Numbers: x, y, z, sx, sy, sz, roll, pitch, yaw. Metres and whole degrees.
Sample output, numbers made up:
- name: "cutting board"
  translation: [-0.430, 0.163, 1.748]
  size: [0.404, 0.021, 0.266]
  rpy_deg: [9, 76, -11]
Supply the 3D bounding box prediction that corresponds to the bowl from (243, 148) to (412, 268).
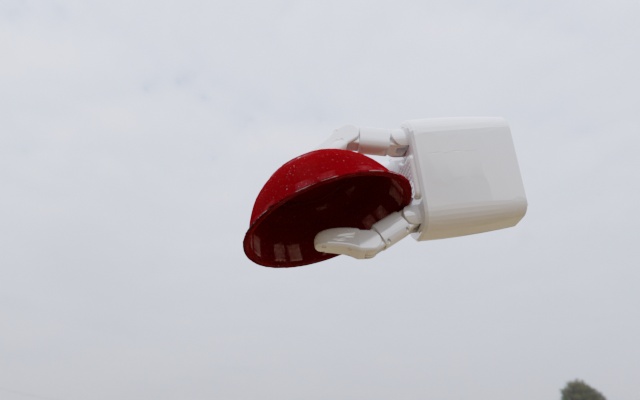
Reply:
- name: "bowl"
  translation: [-0.001, 0.001, 0.443]
  size: [0.162, 0.055, 0.162]
  rpy_deg: [-17, -28, -9]
